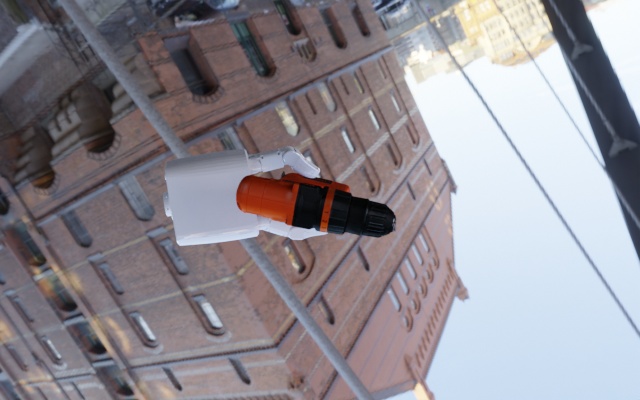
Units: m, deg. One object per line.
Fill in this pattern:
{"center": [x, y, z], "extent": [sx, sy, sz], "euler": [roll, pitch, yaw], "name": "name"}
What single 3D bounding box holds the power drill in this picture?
{"center": [0.000, 0.002, 0.613], "extent": [0.184, 0.057, 0.187], "euler": [13, 4, 3], "name": "power drill"}
